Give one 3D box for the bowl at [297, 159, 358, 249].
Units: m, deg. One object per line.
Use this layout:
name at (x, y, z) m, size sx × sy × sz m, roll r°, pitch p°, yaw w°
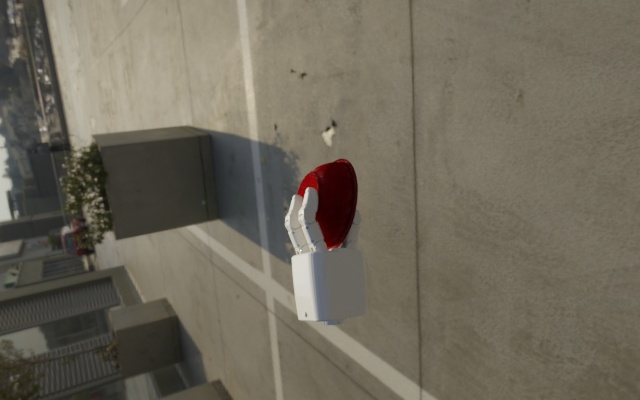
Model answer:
bowl at (0.000, 0.001, 0.810) m, size 0.055 × 0.162 × 0.162 m, roll 11°, pitch -5°, yaw -24°
